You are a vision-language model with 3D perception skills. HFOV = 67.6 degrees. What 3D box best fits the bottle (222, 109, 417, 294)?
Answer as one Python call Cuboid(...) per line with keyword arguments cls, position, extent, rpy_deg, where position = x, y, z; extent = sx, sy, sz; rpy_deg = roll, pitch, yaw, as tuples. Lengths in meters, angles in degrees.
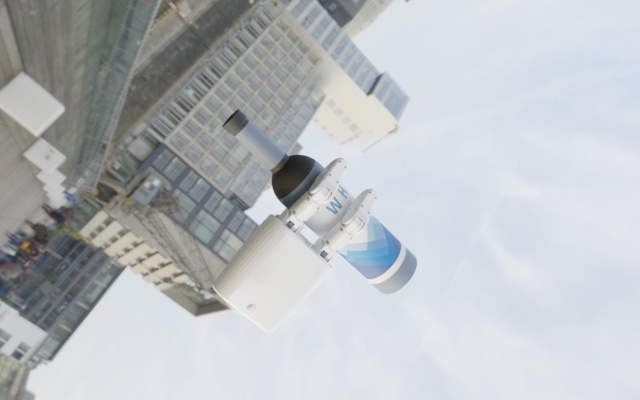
Cuboid(cls="bottle", position=(0.000, 0.002, 0.584), extent=(0.296, 0.069, 0.069), rpy_deg=(43, -17, -19))
